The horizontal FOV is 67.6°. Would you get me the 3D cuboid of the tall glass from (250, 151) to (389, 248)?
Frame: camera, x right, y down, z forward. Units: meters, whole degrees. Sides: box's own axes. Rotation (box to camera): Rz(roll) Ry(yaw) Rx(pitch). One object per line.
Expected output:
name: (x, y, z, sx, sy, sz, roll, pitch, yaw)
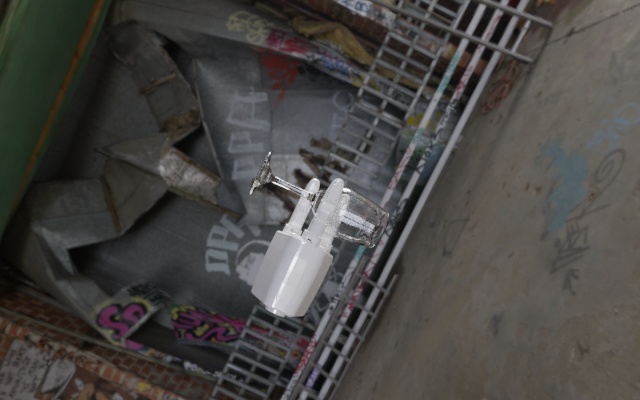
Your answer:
tall glass: (0.000, 0.002, 0.720, 0.201, 0.079, 0.079, 25, -2, -3)
